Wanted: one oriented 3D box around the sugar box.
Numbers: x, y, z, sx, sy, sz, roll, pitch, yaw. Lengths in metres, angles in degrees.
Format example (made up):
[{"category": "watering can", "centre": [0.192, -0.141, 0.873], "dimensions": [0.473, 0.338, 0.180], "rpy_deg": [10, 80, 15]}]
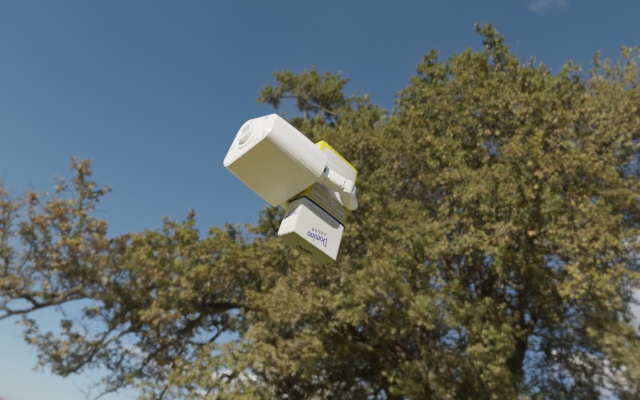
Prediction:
[{"category": "sugar box", "centre": [0.000, 0.002, 0.755], "dimensions": [0.093, 0.176, 0.048], "rpy_deg": [39, -37, -29]}]
